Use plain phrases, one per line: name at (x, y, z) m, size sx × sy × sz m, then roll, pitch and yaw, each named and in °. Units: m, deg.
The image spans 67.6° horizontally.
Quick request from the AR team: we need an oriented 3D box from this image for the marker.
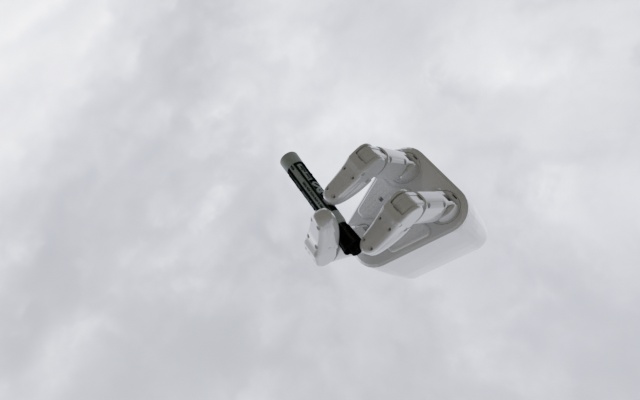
marker at (0.000, 0.001, 0.421) m, size 0.020 × 0.020 × 0.121 m, roll 0°, pitch 43°, yaw -44°
